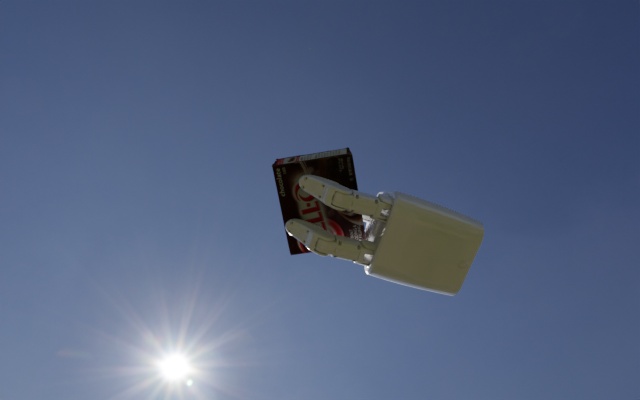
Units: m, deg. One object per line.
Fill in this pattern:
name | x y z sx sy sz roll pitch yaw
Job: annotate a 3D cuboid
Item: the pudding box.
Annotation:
pudding box | 0.000 0.002 0.549 0.090 0.113 0.039 -9 16 4
